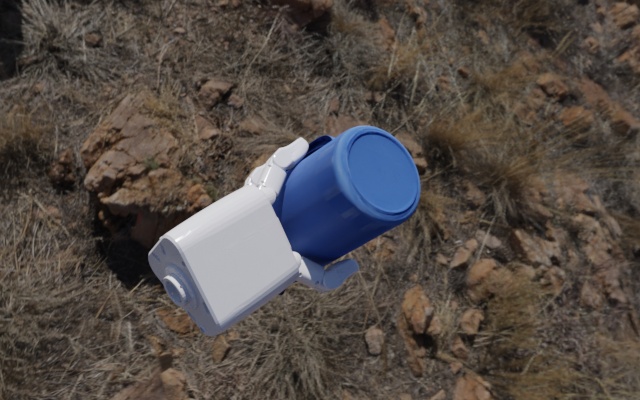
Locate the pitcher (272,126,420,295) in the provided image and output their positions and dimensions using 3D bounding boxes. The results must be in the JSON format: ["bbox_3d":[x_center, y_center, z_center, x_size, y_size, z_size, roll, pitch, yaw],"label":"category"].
[{"bbox_3d":[0.000,0.002,0.566,0.145,0.149,0.243,-32,-1,-38],"label":"pitcher"}]
